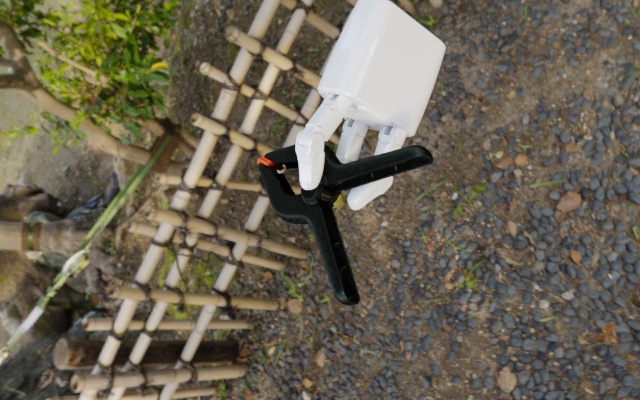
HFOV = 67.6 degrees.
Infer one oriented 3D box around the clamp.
[{"bbox_3d":[-0.001,0.001,0.503,0.210,0.164,0.036,21,-3,41],"label":"clamp"}]
